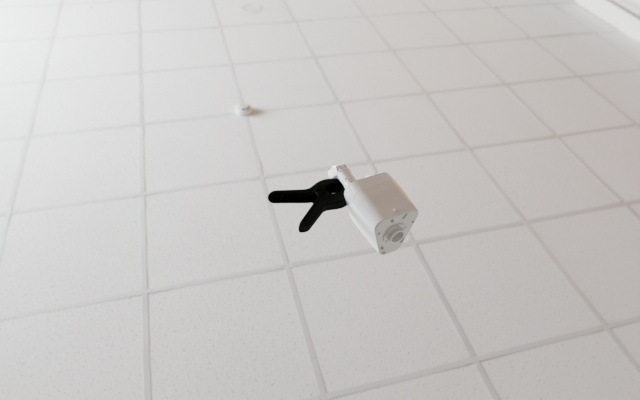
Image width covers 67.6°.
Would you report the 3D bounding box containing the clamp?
[{"bbox_3d":[0.000,0.003,0.894,0.171,0.039,0.120,-17,48,-20],"label":"clamp"}]
